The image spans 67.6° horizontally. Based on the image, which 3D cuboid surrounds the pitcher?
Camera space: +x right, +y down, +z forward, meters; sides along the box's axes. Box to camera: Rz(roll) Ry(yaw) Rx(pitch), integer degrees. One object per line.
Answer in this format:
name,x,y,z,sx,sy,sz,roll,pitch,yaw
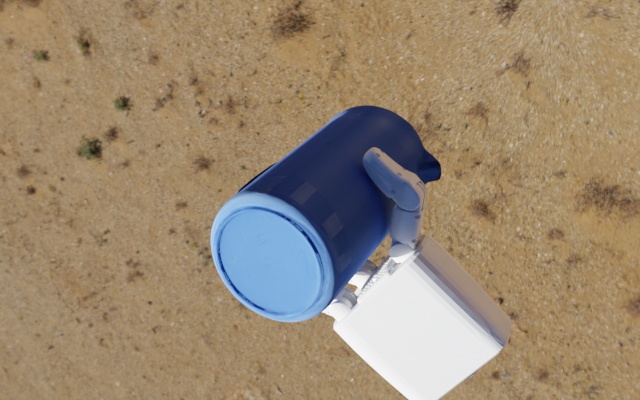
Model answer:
pitcher,0.000,0.002,0.449,0.149,0.145,0.242,-46,-2,33
